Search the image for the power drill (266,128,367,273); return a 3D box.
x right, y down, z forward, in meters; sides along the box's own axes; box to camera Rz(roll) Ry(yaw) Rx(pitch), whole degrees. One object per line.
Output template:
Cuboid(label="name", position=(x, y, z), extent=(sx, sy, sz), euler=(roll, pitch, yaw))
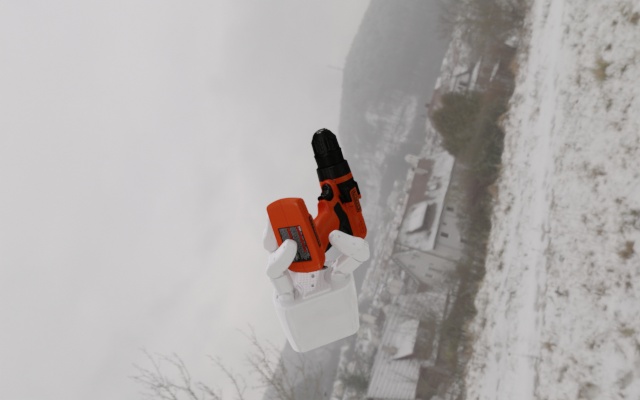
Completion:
Cuboid(label="power drill", position=(0.000, 0.003, 0.673), extent=(0.057, 0.184, 0.187), euler=(-12, 14, 31))
